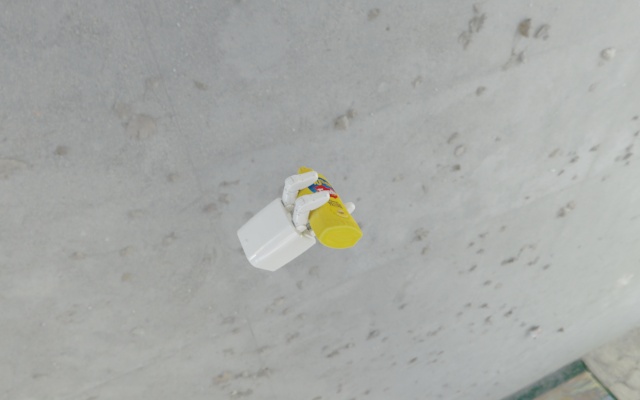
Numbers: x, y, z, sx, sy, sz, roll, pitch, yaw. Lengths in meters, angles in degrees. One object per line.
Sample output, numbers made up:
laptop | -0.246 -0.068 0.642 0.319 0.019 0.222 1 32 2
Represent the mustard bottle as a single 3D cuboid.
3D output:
mustard bottle | 0.000 0.003 0.899 0.096 0.058 0.191 12 35 -41
